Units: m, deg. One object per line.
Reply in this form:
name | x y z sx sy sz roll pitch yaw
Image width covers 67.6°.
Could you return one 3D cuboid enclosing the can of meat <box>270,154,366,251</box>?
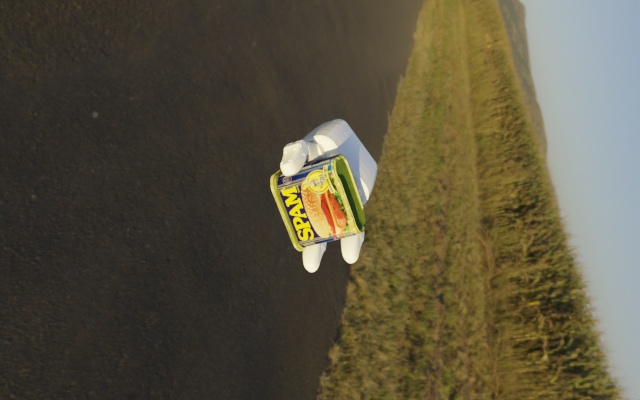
can of meat | 0.000 0.002 0.576 0.084 0.102 0.057 -15 14 21
